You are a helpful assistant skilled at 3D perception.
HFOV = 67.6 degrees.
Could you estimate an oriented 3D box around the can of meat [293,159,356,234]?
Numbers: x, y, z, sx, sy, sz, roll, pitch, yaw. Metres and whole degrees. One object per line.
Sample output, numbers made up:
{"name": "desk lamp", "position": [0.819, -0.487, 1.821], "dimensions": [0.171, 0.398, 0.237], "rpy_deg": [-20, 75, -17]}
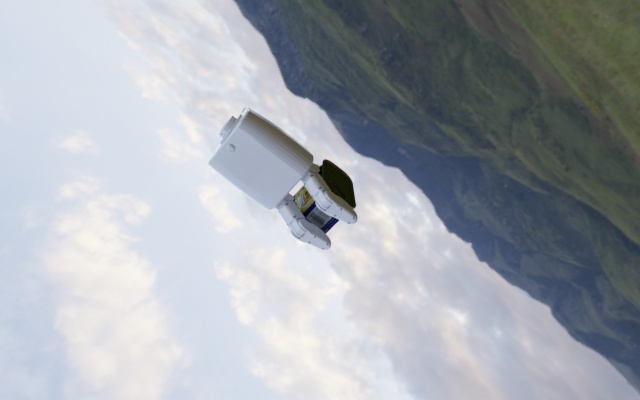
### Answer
{"name": "can of meat", "position": [0.000, 0.002, 0.681], "dimensions": [0.057, 0.084, 0.102], "rpy_deg": [36, 24, -19]}
